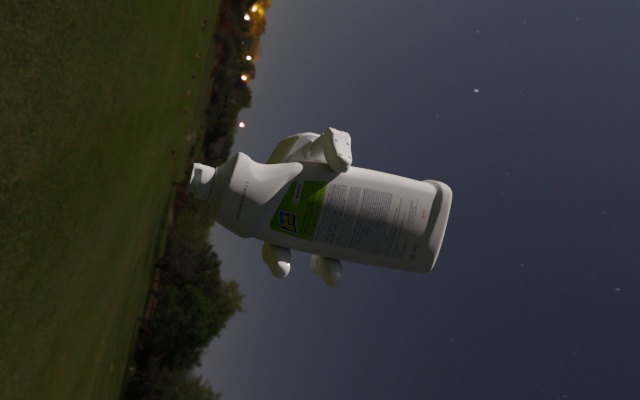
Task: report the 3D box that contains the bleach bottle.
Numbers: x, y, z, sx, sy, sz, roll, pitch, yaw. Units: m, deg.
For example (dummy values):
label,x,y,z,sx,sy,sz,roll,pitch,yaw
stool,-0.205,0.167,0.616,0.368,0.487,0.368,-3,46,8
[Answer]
label,x,y,z,sx,sy,sz,roll,pitch,yaw
bleach bottle,0.000,0.002,0.467,0.251,0.102,0.068,14,-1,-18
